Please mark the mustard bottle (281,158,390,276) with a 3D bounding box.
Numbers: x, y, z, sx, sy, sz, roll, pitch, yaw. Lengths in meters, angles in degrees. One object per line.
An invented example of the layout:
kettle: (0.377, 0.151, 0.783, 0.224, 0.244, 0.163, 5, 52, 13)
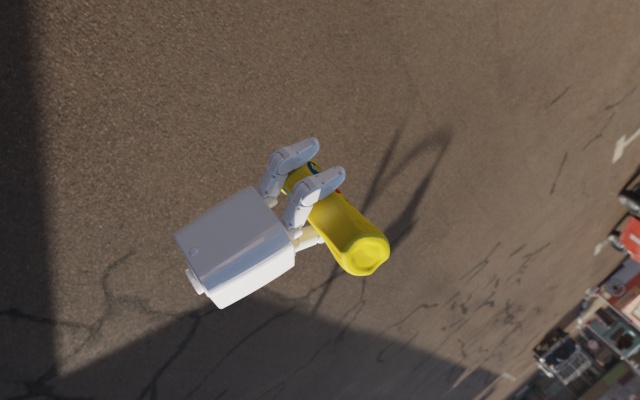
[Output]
mustard bottle: (0.001, 0.002, 0.572, 0.191, 0.058, 0.096, 49, 6, 33)
